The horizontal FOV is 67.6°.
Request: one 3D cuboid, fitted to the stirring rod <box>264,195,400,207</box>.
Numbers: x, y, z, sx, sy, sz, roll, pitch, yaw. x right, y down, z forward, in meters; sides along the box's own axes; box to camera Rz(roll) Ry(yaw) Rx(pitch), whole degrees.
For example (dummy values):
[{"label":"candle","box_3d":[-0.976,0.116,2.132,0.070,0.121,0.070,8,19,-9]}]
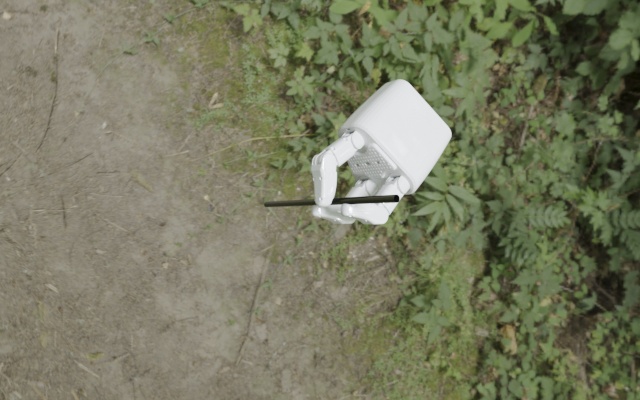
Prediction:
[{"label":"stirring rod","box_3d":[0.000,0.002,0.556,0.011,0.011,0.239,0,-2,-38]}]
